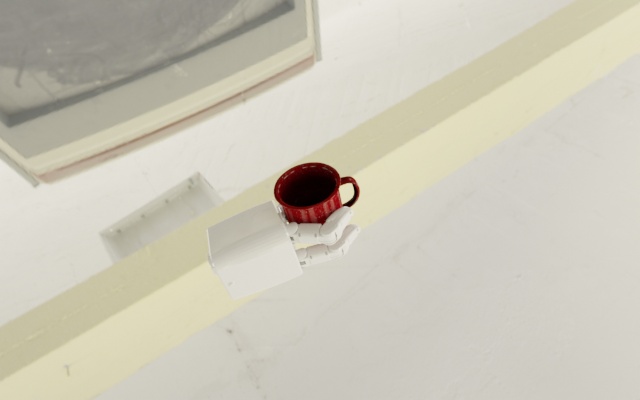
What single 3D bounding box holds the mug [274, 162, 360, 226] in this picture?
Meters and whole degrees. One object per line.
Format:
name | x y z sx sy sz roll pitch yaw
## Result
mug | 0.001 0.002 0.674 0.117 0.082 0.093 -21 44 -6
